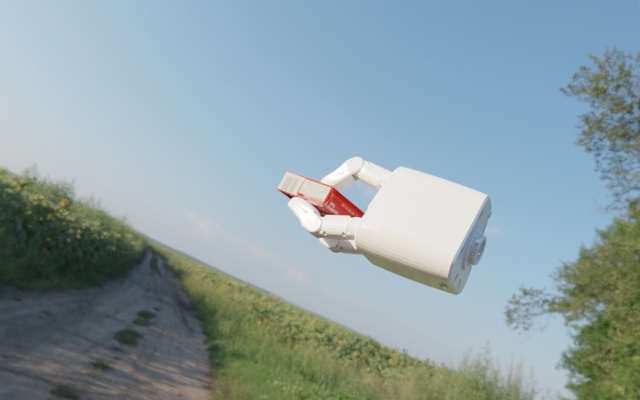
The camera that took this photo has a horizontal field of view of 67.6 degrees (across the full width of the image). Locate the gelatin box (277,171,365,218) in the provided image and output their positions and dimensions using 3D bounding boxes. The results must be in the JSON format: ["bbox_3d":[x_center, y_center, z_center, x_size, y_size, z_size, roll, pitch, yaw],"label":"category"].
[{"bbox_3d":[0.000,0.001,0.591,0.089,0.030,0.073,21,-13,44],"label":"gelatin box"}]
